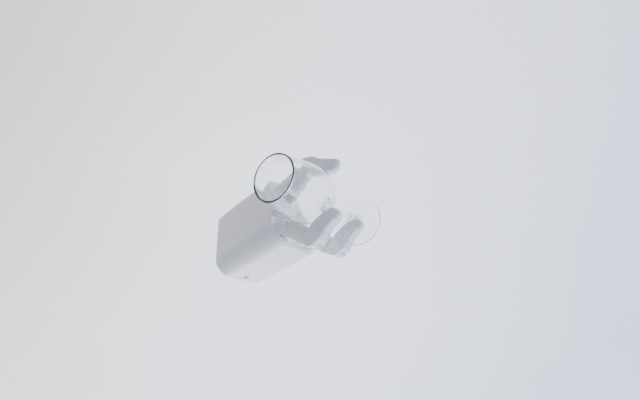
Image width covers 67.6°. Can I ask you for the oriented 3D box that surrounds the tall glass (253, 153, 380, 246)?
[{"bbox_3d":[0.001,0.002,0.633,0.079,0.079,0.201,0,-17,36],"label":"tall glass"}]
